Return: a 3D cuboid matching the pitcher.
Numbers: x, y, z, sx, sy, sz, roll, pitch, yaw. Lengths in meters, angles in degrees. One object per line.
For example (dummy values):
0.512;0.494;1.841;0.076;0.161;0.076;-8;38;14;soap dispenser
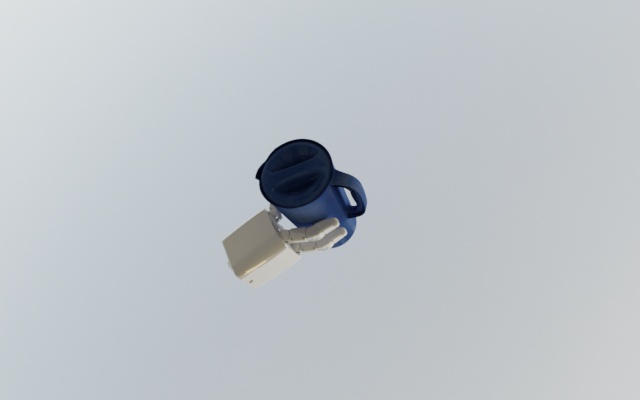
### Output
0.000;0.003;0.892;0.145;0.149;0.243;-36;-31;-1;pitcher
